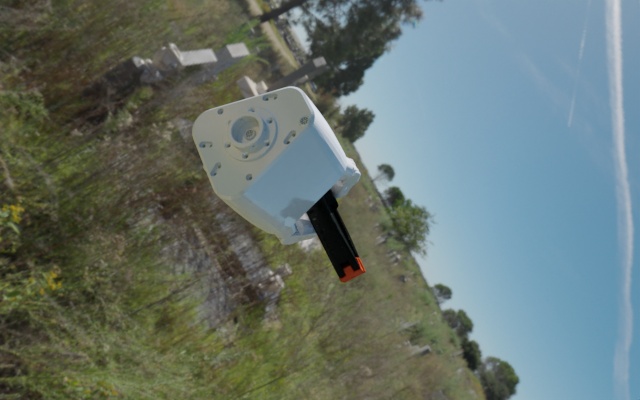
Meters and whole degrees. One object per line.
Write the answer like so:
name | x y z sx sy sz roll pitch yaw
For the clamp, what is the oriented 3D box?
clamp | 0.001 0.002 0.568 0.036 0.210 0.165 -28 -23 6
